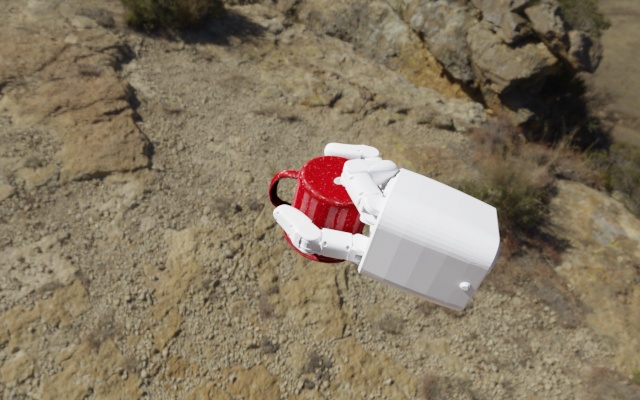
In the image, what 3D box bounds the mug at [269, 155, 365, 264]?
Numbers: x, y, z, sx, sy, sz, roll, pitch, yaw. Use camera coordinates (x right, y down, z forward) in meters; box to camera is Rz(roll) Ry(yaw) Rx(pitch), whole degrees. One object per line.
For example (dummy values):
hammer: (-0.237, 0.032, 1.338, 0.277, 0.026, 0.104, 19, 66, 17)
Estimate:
mug: (-0.001, 0.001, 0.514, 0.117, 0.082, 0.093, 22, 41, 8)
